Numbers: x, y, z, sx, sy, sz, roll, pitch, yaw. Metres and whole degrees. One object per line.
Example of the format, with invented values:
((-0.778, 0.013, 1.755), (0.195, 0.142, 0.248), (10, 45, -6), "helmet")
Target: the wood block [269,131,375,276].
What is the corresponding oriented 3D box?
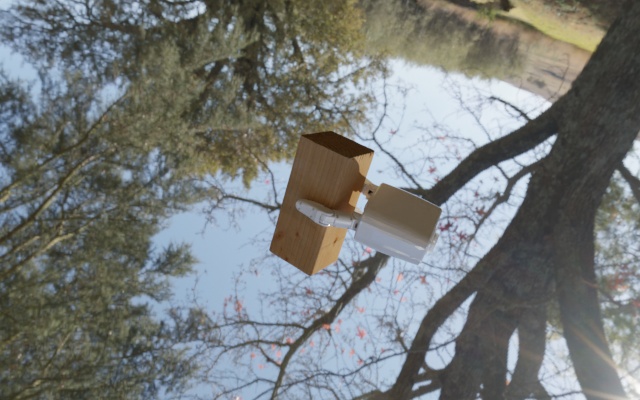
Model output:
((0.000, 0.003, 0.767), (0.090, 0.206, 0.091), (29, 25, 25), "wood block")
